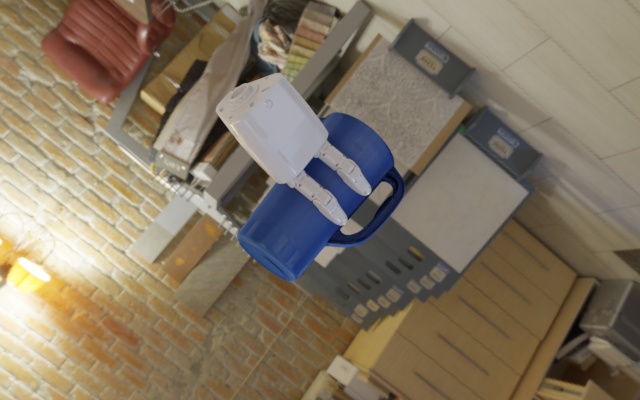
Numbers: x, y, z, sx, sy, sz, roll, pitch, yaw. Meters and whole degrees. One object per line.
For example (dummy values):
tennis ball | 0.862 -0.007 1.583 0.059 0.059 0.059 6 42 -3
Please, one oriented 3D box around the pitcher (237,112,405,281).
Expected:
pitcher | 0.000 0.002 0.708 0.149 0.242 0.145 17 -28 51
